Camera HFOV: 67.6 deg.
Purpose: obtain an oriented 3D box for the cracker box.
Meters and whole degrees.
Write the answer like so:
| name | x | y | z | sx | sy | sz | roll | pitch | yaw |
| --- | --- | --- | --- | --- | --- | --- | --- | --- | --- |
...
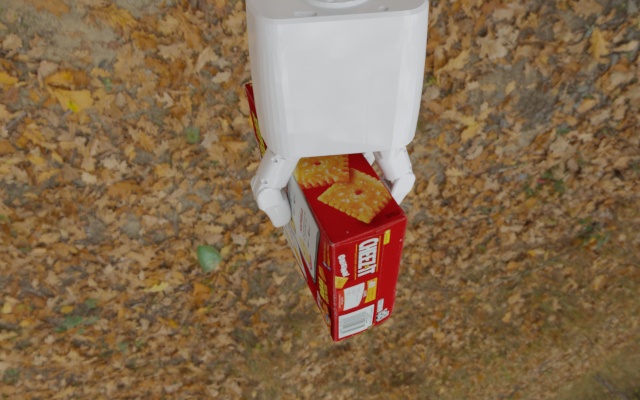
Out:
| name | x | y | z | sx | sy | sz | roll | pitch | yaw |
| --- | --- | --- | --- | --- | --- | --- | --- | --- | --- |
| cracker box | 0.000 | 0.002 | 0.465 | 0.072 | 0.213 | 0.164 | -19 | -39 | -13 |
